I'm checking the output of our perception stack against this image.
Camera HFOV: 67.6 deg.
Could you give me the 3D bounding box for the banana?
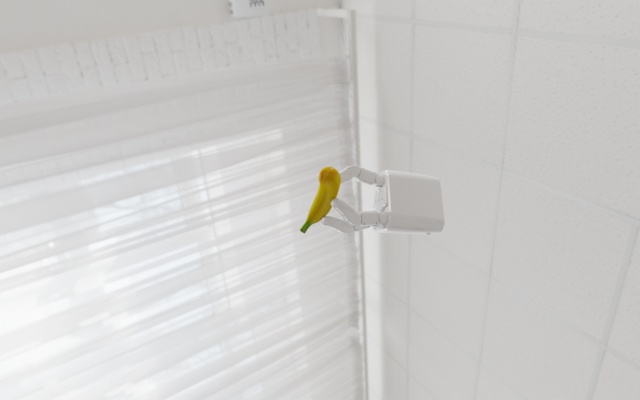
[{"bbox_3d":[0.007,-0.009,0.817,0.037,0.069,0.198,27,-33,5],"label":"banana"}]
